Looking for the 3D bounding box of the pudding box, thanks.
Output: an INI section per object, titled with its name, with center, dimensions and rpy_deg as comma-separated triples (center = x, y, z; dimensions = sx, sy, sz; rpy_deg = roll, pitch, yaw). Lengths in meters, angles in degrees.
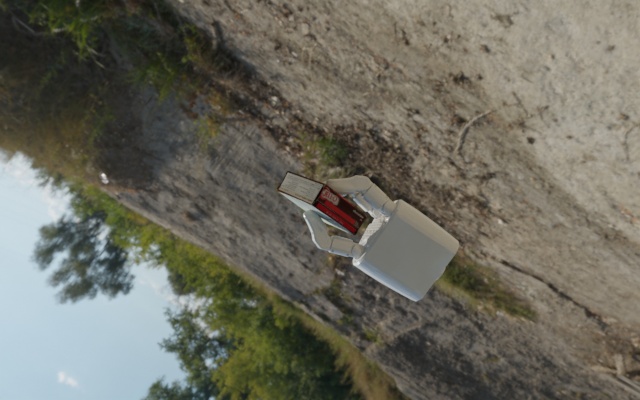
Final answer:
[pudding box]
center = 0.000, 0.002, 0.686
dimensions = 0.090, 0.039, 0.113
rpy_deg = 37, -10, -33
